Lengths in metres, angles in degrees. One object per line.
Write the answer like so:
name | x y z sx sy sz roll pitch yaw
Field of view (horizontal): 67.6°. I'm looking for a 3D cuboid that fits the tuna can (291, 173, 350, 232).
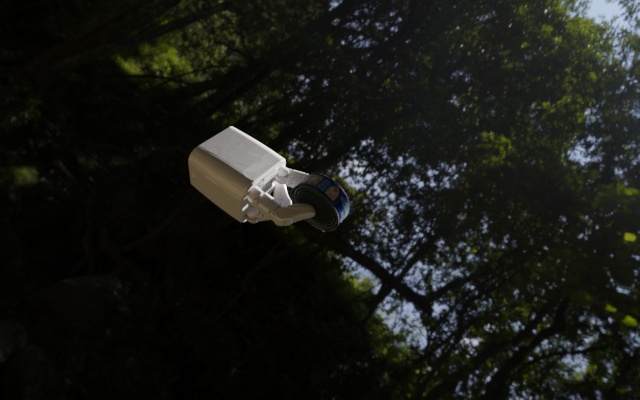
tuna can | 0.000 0.002 0.698 0.086 0.086 0.033 0 38 48
